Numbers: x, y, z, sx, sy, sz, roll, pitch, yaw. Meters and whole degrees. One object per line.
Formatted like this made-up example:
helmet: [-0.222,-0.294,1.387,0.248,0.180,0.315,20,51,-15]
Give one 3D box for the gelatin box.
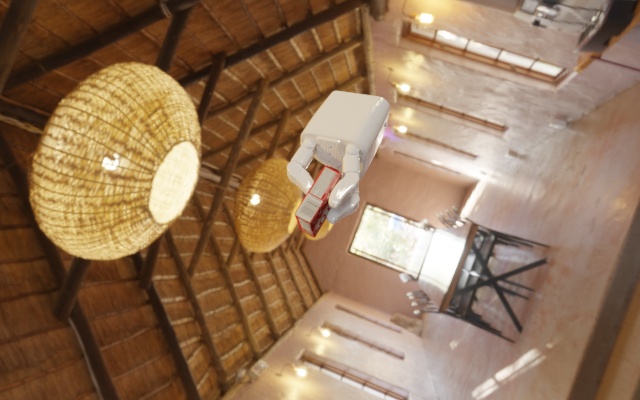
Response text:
gelatin box: [0.000,0.002,0.697,0.030,0.089,0.073,28,-16,14]
